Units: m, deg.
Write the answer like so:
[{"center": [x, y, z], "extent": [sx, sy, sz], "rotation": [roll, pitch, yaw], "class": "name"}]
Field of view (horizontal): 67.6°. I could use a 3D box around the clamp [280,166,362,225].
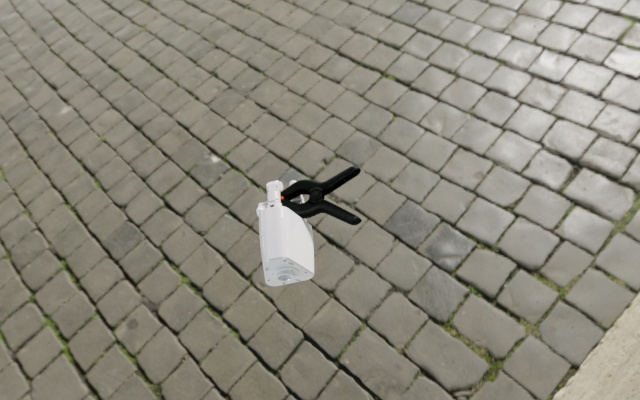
[{"center": [0.000, 0.003, 0.898], "extent": [0.171, 0.120, 0.039], "rotation": [-13, -35, 9], "class": "clamp"}]
